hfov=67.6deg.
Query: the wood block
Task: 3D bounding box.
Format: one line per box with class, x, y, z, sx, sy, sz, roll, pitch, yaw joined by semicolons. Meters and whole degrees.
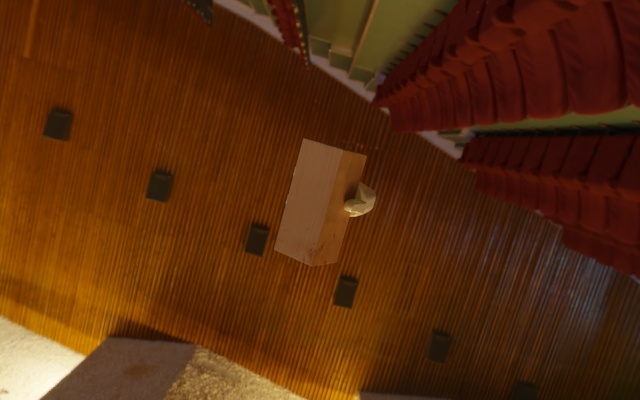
wood block;0.001;0.003;0.857;0.091;0.206;0.090;20;9;31
